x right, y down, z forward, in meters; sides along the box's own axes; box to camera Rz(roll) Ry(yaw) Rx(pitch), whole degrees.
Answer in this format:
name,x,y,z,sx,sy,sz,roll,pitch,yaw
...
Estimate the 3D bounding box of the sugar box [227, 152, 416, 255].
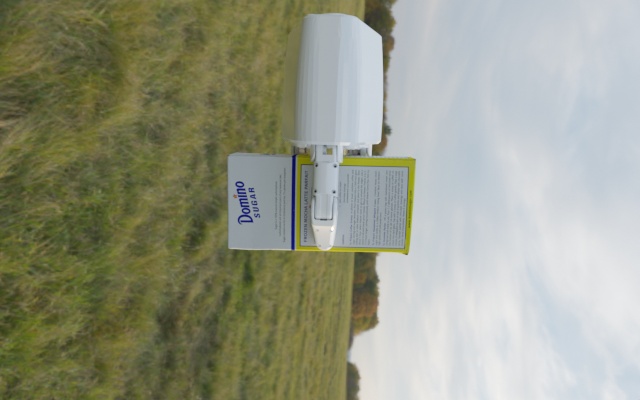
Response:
name,x,y,z,sx,sy,sz,roll,pitch,yaw
sugar box,0.000,0.001,0.465,0.176,0.093,0.048,3,8,4
